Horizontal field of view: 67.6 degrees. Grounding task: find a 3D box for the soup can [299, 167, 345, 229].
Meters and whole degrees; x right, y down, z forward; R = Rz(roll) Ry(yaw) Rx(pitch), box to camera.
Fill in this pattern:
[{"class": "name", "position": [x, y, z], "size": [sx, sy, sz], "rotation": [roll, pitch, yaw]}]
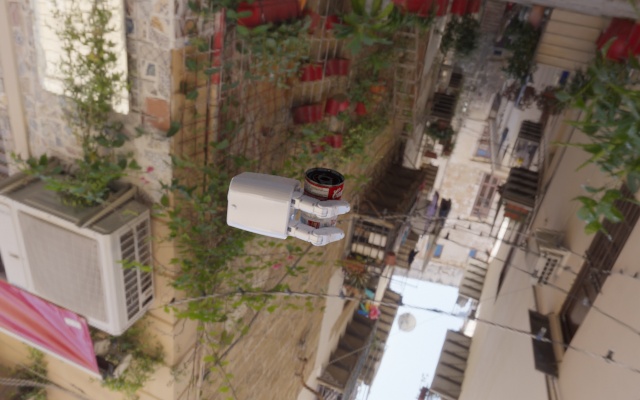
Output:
[{"class": "soup can", "position": [0.001, 0.003, 0.832], "size": [0.068, 0.102, 0.068], "rotation": [8, 28, -4]}]
